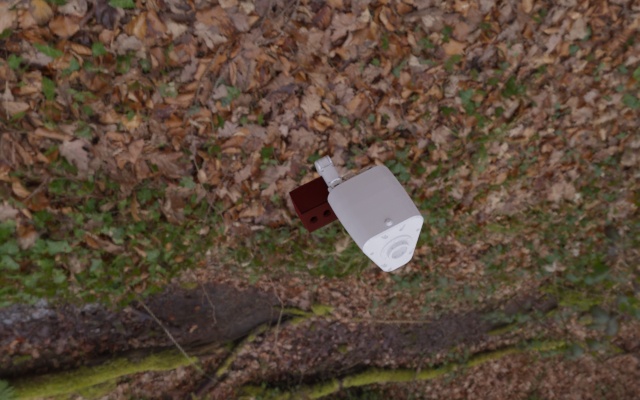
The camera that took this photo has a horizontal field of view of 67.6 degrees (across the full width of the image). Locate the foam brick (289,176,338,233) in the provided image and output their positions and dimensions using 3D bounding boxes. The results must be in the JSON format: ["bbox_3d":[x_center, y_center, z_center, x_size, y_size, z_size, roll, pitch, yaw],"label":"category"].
[{"bbox_3d":[0.000,0.003,0.728,0.078,0.051,0.053,-27,-38,-6],"label":"foam brick"}]
